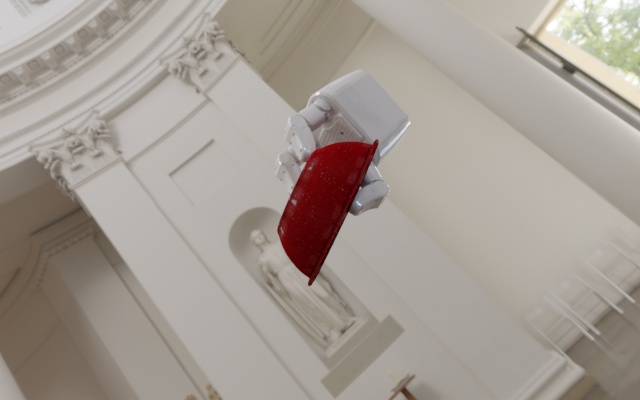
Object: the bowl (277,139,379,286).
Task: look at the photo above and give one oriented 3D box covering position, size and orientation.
[{"bbox_3d":[-0.001,0.002,0.480,0.055,0.162,0.162,25,0,1],"label":"bowl"}]
